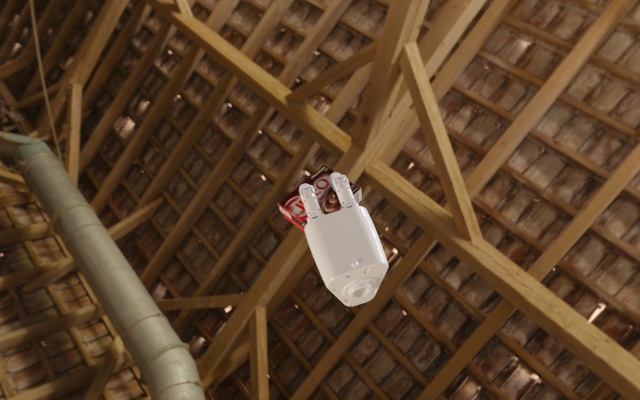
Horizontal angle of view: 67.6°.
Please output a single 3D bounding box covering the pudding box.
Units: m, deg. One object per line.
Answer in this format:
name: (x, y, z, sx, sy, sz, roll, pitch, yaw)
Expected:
pudding box: (0.000, 0.003, 0.796, 0.113, 0.039, 0.090, -40, 54, -22)
